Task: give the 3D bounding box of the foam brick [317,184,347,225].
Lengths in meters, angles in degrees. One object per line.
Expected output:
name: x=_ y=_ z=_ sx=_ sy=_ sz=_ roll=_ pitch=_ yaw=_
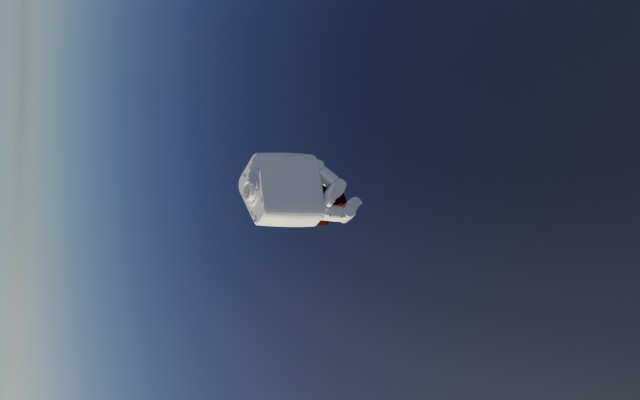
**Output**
foam brick: x=0.000 y=0.003 z=0.838 sx=0.051 sy=0.053 sz=0.078 roll=0 pitch=-33 yaw=-33
